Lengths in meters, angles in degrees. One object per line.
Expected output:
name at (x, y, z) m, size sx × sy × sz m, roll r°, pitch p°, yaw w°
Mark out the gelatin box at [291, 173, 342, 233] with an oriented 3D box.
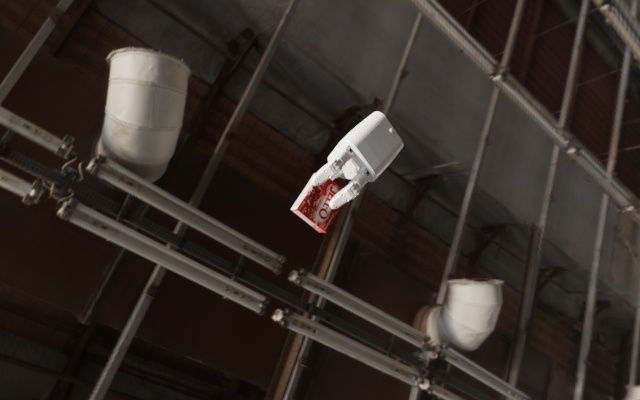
gelatin box at (0.000, 0.003, 0.871) m, size 0.073 × 0.089 × 0.030 m, roll 40°, pitch -21°, yaw -21°
